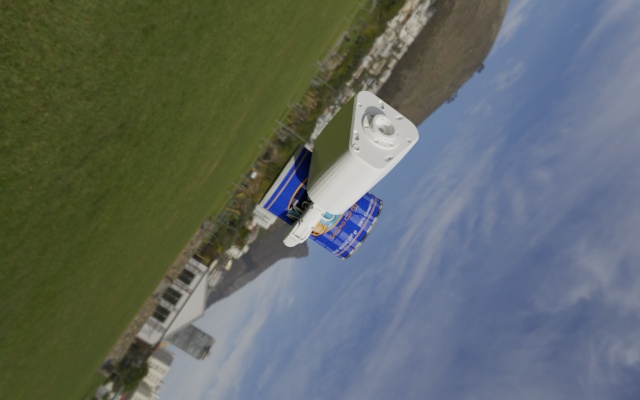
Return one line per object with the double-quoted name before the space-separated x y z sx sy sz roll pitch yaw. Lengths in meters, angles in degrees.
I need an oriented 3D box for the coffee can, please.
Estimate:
"coffee can" 0.000 0.002 0.664 0.140 0.103 0.103 34 -5 -8
